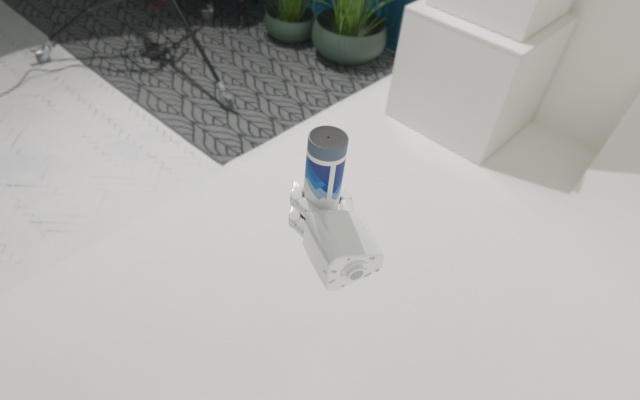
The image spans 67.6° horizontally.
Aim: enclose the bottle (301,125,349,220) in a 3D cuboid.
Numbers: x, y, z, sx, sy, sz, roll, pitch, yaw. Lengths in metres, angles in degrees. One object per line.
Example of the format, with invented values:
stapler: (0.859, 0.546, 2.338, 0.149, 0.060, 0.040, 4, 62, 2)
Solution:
bottle: (0.000, 0.003, 0.873, 0.069, 0.296, 0.069, 4, 44, -3)
